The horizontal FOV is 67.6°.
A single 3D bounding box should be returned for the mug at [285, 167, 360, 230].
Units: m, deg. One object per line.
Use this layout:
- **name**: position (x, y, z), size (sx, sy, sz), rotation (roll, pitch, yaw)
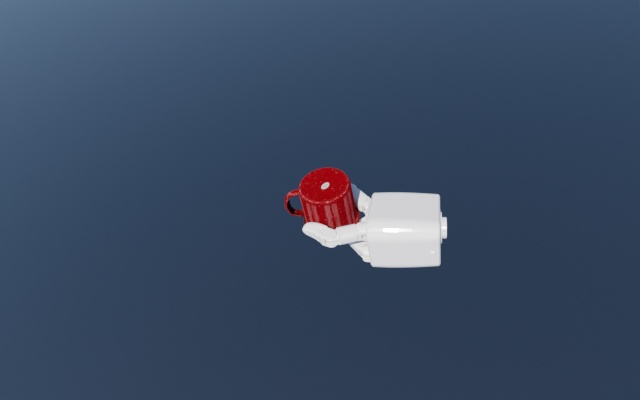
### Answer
- **mug**: position (-0.001, 0.002, 0.757), size (0.117, 0.093, 0.082), rotation (0, -43, 13)
